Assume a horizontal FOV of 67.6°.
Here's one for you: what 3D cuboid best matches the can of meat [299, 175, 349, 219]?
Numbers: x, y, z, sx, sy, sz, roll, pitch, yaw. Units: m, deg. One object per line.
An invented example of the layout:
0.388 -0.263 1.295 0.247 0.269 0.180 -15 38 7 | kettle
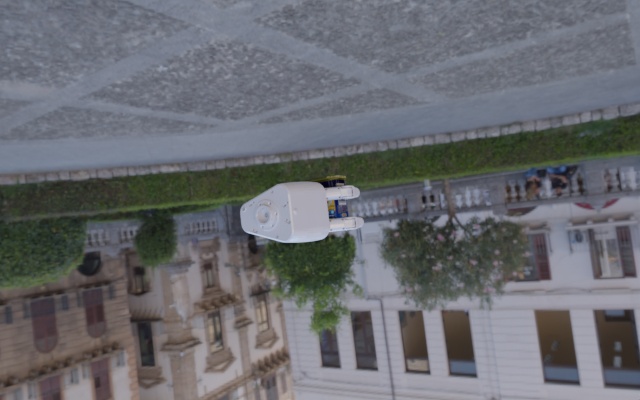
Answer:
0.000 0.003 0.880 0.102 0.084 0.057 -8 -4 28 | can of meat
